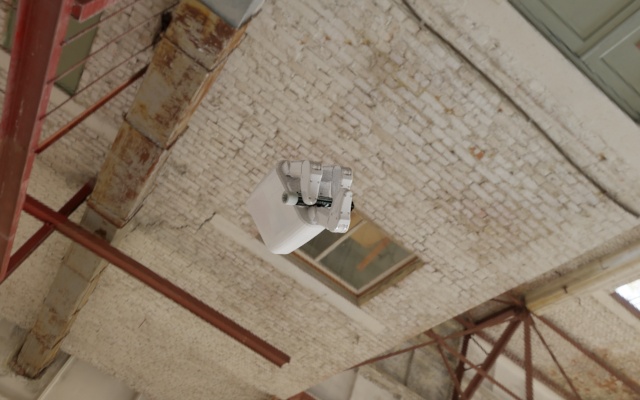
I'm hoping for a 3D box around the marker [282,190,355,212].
[{"bbox_3d":[0.000,0.002,0.679,0.121,0.020,0.020,8,-5,-37],"label":"marker"}]
